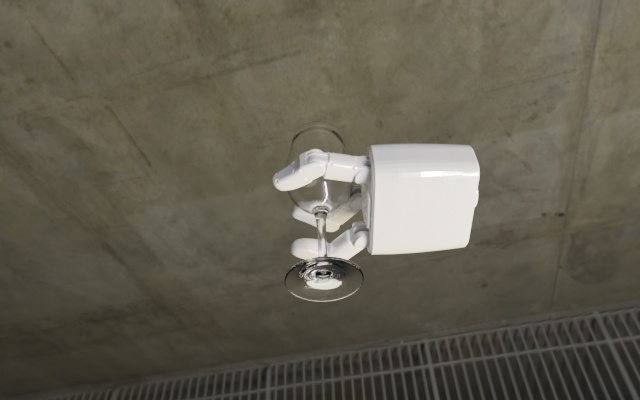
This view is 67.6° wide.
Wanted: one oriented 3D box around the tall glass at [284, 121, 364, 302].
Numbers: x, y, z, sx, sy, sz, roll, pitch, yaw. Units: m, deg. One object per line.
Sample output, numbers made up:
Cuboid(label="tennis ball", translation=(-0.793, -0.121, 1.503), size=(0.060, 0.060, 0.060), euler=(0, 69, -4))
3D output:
Cuboid(label="tall glass", translation=(0.000, 0.002, 0.511), size=(0.079, 0.200, 0.079), euler=(-2, -42, -2))
